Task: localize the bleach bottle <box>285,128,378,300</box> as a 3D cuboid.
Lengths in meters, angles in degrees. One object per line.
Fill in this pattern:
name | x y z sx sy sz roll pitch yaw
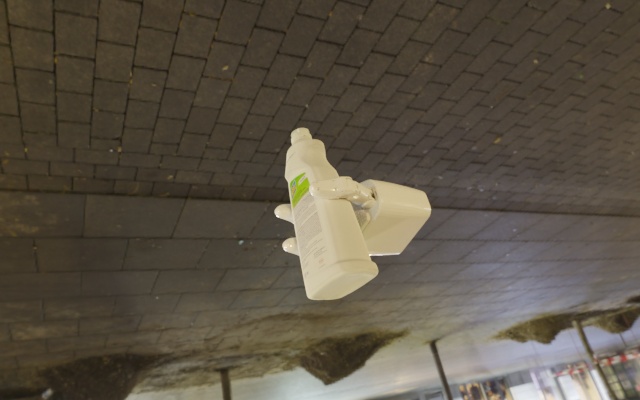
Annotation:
bleach bottle | 0.000 0.002 0.658 0.068 0.250 0.103 7 -34 -34
